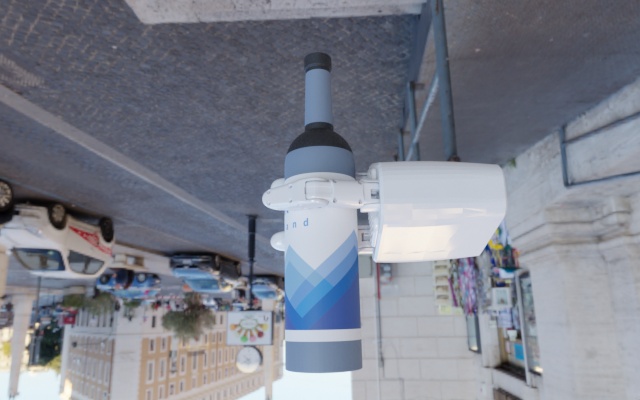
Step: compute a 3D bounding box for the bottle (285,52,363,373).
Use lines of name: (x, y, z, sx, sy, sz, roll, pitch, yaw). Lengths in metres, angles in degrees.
bottle: (0.000, 0.002, 0.443, 0.069, 0.295, 0.069, -1, -13, 0)
